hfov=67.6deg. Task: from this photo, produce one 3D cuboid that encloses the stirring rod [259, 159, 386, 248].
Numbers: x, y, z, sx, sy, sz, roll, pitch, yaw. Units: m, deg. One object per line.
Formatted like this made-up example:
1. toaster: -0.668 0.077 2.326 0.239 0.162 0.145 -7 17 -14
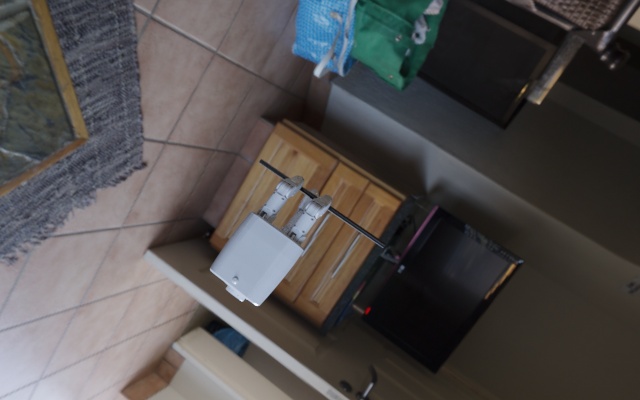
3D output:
1. stirring rod: 0.000 0.002 0.749 0.239 0.011 0.011 34 8 12
